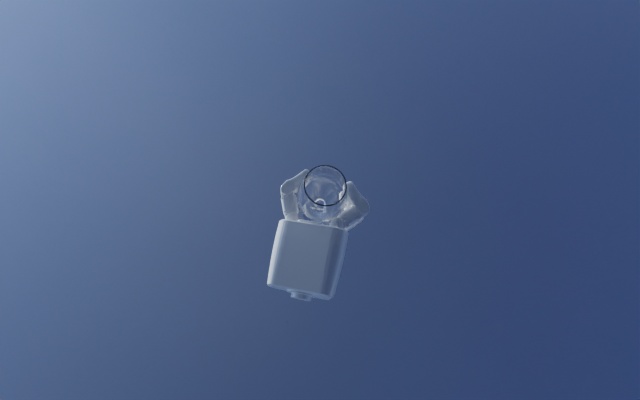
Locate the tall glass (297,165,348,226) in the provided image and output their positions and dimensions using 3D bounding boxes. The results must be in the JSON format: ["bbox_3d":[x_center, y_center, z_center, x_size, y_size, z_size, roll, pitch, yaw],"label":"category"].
[{"bbox_3d":[0.000,0.003,0.773,0.079,0.079,0.201,0,-14,-4],"label":"tall glass"}]
